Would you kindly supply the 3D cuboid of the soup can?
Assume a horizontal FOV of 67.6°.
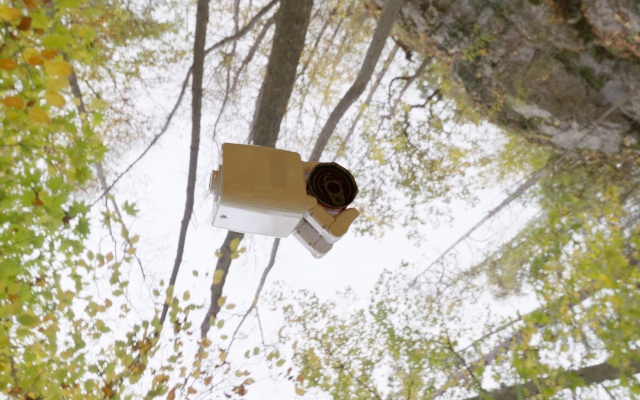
[{"bbox_3d":[0.000,0.002,0.661,0.068,0.068,0.102,0,-28,-22],"label":"soup can"}]
